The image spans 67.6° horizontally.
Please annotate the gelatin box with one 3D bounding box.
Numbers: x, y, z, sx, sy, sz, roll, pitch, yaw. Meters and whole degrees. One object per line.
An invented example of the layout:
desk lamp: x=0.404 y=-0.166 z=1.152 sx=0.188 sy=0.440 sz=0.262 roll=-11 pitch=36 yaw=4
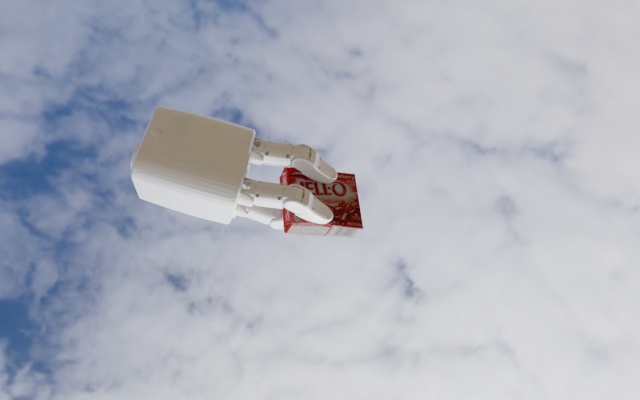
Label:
gelatin box: x=0.000 y=0.002 z=0.544 sx=0.089 sy=0.073 sz=0.030 roll=6 pitch=-31 yaw=-21
